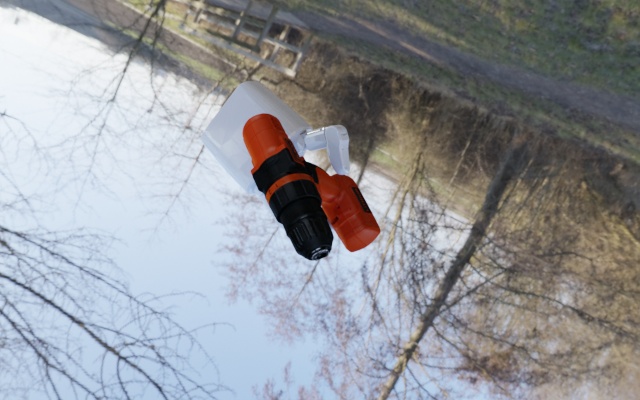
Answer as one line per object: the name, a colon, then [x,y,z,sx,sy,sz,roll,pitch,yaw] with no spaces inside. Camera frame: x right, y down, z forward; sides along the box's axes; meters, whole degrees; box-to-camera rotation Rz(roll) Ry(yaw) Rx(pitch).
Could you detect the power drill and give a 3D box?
power drill: [0.000,0.002,0.545,0.057,0.184,0.188,-35,-32,15]
